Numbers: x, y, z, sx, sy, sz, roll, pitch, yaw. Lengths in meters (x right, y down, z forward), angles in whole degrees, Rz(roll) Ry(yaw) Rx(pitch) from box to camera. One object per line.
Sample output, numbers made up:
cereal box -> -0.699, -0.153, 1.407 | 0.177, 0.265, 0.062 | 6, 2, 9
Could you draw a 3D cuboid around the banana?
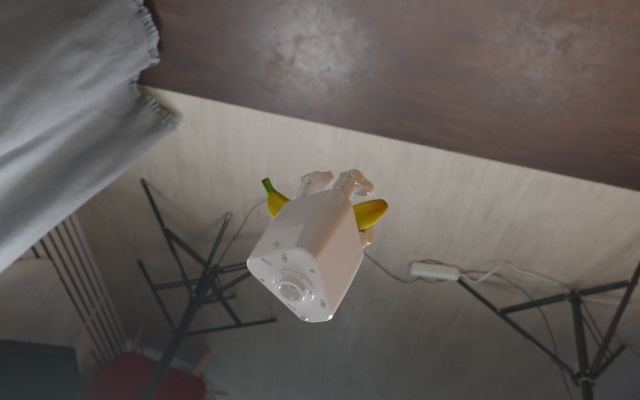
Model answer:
banana -> -0.001, 0.018, 0.659 | 0.198, 0.070, 0.037 | 10, 31, 26
